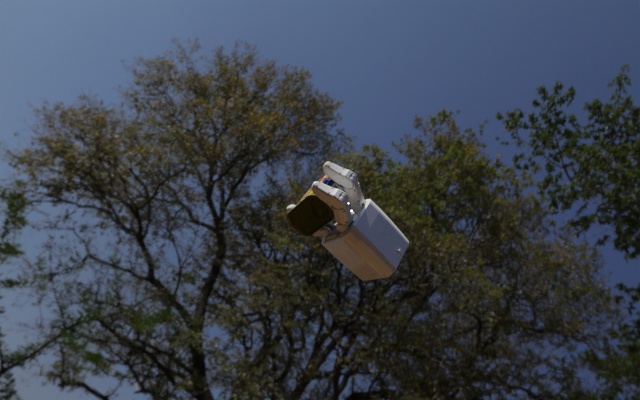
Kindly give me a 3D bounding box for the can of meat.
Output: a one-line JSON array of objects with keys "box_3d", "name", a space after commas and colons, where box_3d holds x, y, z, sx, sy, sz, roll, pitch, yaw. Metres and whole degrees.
[{"box_3d": [0.000, 0.003, 0.824, 0.102, 0.057, 0.084, -40, 9, 47], "name": "can of meat"}]
